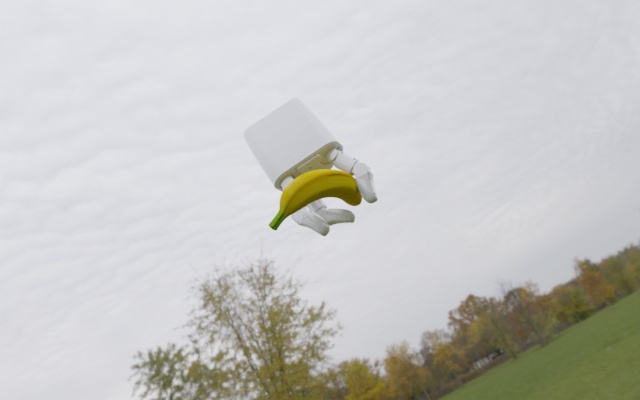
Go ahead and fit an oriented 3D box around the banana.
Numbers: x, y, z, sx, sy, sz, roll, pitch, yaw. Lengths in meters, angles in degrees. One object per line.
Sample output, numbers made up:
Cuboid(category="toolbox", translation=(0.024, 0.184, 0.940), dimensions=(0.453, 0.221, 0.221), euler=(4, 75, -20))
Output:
Cuboid(category="banana", translation=(0.006, -0.011, 0.637), dimensions=(0.037, 0.070, 0.198), euler=(45, 32, 24))
